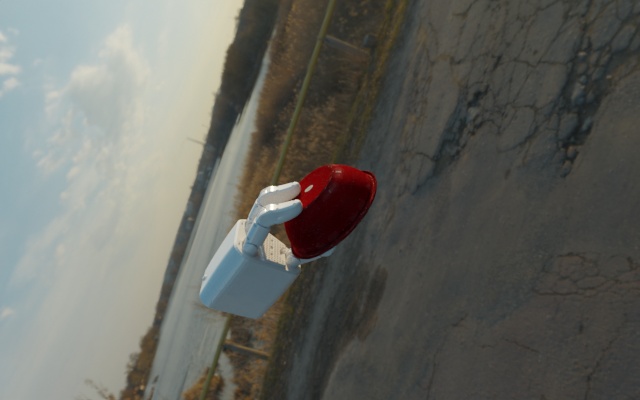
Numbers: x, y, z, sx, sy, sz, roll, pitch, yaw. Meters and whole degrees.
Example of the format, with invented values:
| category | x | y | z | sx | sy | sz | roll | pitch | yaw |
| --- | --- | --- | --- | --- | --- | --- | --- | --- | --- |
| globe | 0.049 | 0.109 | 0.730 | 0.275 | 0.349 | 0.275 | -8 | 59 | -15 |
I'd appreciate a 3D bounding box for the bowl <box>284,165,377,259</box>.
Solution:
| category | x | y | z | sx | sy | sz | roll | pitch | yaw |
| --- | --- | --- | --- | --- | --- | --- | --- | --- | --- |
| bowl | 0.001 | 0.001 | 0.670 | 0.055 | 0.162 | 0.162 | 44 | -21 | -23 |
